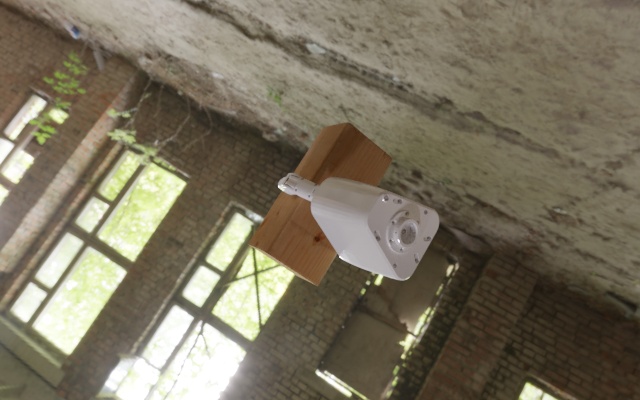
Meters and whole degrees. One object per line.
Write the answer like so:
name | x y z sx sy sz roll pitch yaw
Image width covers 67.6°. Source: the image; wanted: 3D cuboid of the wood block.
wood block | 0.000 0.002 0.674 0.091 0.206 0.090 37 -12 -22
